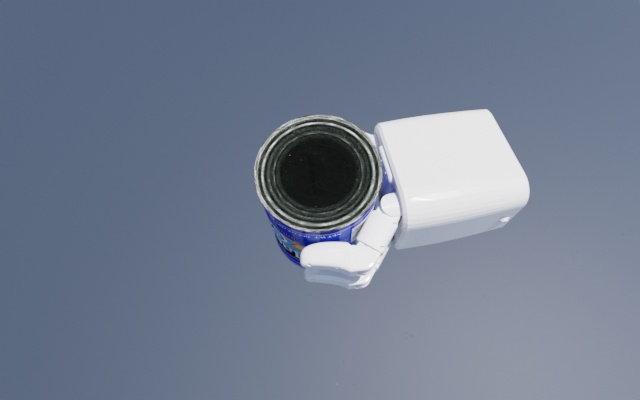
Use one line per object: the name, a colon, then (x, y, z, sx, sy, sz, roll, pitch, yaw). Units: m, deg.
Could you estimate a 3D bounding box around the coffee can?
coffee can: (0.000, 0.001, 0.441, 0.103, 0.102, 0.140, 0, -21, 2)
